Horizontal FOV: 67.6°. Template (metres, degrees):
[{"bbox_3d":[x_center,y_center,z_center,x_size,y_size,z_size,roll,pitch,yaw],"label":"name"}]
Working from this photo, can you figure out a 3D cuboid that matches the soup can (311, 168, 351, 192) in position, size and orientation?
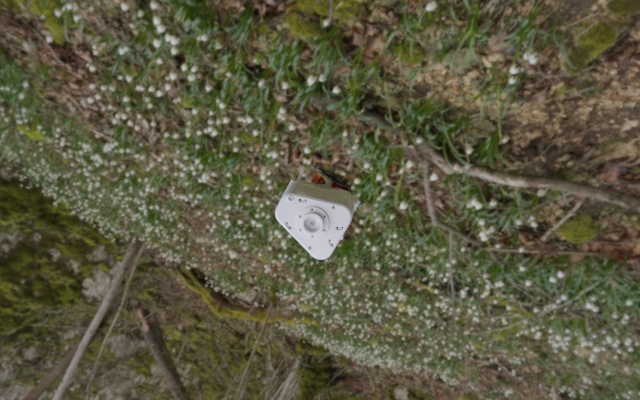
[{"bbox_3d":[0.000,0.003,0.846,0.068,0.102,0.068,29,11,-6],"label":"soup can"}]
